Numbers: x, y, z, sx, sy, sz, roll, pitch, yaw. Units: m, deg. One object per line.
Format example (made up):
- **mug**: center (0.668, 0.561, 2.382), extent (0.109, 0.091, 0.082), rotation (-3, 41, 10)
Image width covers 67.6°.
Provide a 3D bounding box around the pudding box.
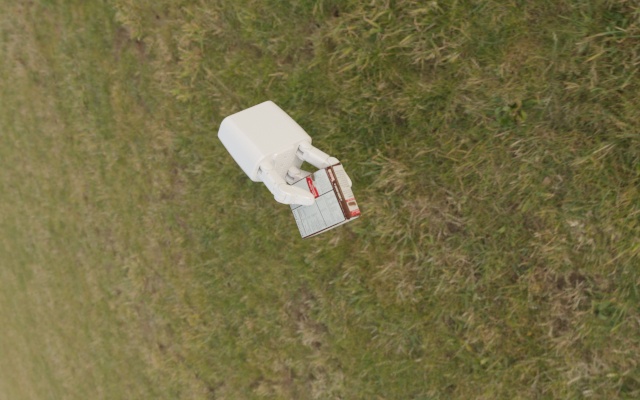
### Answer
- **pudding box**: center (0.000, 0.002, 0.747), extent (0.039, 0.090, 0.113), rotation (-19, -5, -43)
